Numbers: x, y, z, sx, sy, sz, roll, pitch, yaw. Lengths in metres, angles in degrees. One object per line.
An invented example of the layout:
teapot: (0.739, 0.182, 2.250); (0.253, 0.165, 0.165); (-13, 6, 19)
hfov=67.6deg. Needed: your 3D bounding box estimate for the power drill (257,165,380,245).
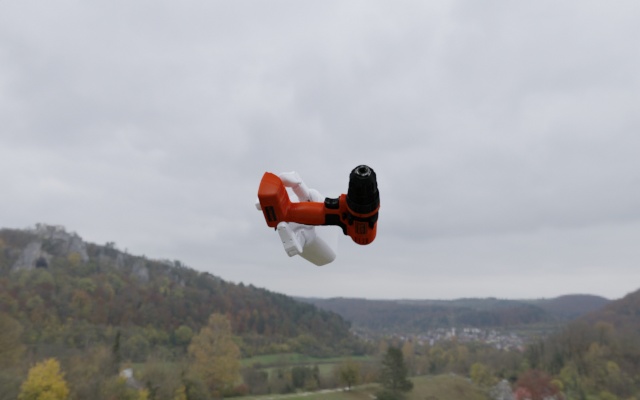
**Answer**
power drill: (0.000, 0.003, 0.750); (0.187, 0.057, 0.185); (8, -35, 11)
